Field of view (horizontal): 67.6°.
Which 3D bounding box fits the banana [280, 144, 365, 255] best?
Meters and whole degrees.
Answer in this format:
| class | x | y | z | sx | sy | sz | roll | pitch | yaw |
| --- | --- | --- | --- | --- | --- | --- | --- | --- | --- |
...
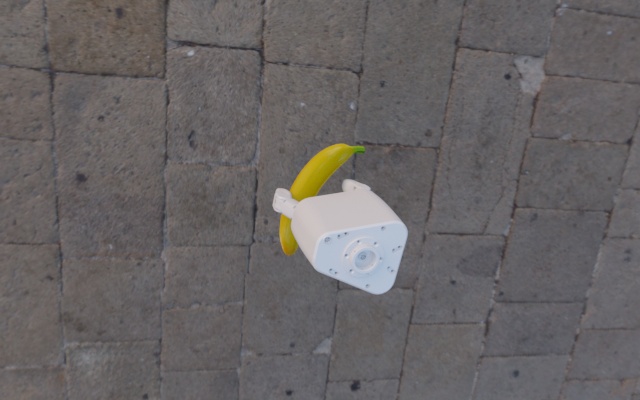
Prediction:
| class | x | y | z | sx | sy | sz | roll | pitch | yaw |
| --- | --- | --- | --- | --- | --- | --- | --- | --- | --- |
| banana | -0.012 | -0.010 | 0.692 | 0.070 | 0.198 | 0.037 | 33 | 6 | -27 |
